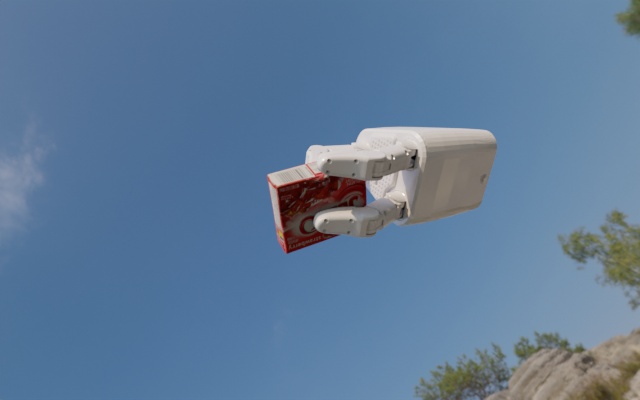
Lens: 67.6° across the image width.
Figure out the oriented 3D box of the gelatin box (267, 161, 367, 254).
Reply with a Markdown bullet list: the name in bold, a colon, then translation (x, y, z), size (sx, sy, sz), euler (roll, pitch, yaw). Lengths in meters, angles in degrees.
- **gelatin box**: translation (0.000, 0.001, 0.447), size (0.089, 0.073, 0.030), euler (-17, 34, -18)
